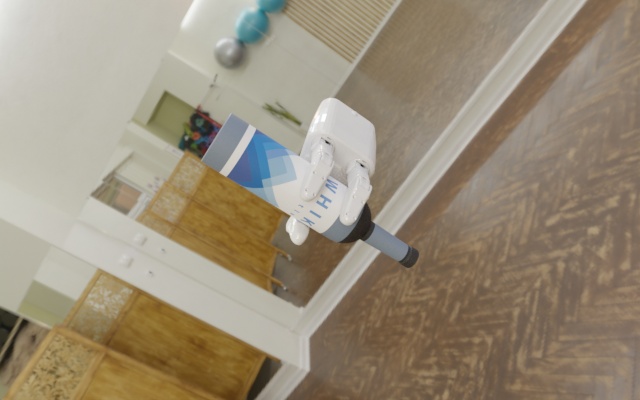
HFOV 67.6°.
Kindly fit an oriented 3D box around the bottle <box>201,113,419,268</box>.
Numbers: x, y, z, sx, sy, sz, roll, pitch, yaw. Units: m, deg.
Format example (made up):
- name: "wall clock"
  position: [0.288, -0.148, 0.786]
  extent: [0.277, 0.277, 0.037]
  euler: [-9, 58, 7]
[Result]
- name: "bottle"
  position: [0.000, 0.002, 0.589]
  extent: [0.296, 0.069, 0.069]
  euler: [32, -9, -15]
